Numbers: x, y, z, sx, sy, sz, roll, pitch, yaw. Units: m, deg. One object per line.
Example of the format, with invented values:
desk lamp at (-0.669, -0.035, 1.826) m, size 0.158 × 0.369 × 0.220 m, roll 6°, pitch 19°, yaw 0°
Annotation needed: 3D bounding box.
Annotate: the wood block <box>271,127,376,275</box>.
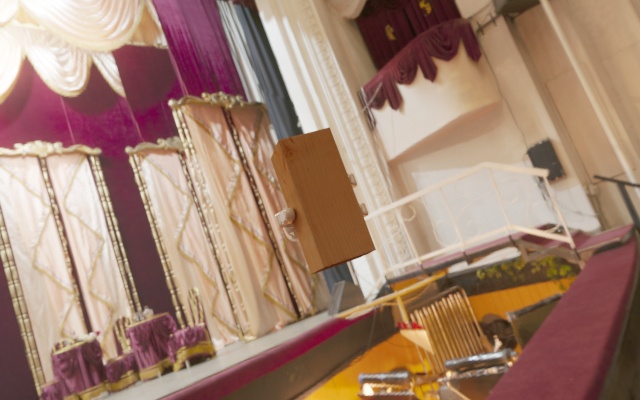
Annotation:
wood block at (0.000, 0.003, 0.763) m, size 0.091 × 0.206 × 0.090 m, roll -17°, pitch -10°, yaw -18°
